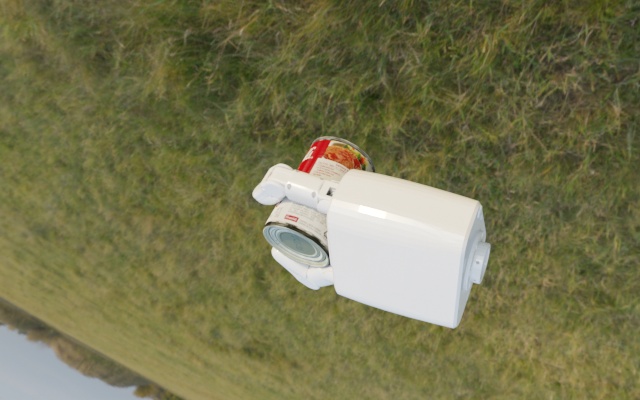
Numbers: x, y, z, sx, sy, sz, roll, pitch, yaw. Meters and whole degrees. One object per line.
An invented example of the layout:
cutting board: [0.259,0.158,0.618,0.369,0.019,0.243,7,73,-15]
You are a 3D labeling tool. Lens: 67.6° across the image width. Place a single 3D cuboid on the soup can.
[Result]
soup can: [-0.001,0.001,0.438,0.068,0.102,0.068,22,-28,12]
